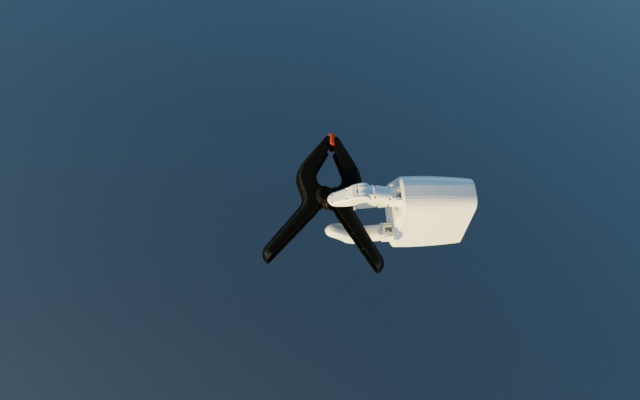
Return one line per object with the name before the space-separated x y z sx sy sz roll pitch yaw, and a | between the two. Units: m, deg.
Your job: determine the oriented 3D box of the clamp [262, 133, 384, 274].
clamp | 0.000 0.001 0.679 0.164 0.210 0.036 0 -22 -6
